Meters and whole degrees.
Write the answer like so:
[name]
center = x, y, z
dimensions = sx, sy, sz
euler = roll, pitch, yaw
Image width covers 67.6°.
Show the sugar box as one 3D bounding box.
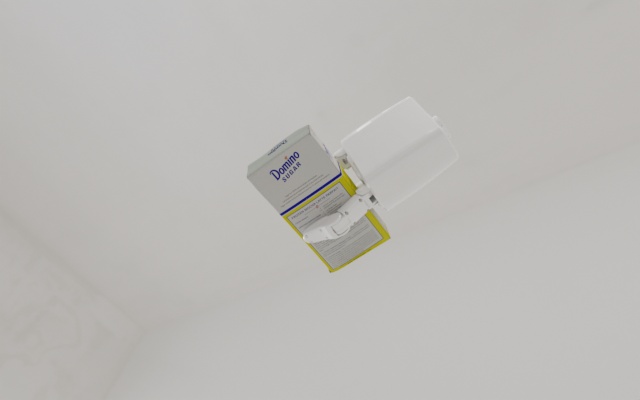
[sugar box]
center = 0.000, 0.002, 0.589
dimensions = 0.093, 0.176, 0.048
euler = -33, 24, 11
